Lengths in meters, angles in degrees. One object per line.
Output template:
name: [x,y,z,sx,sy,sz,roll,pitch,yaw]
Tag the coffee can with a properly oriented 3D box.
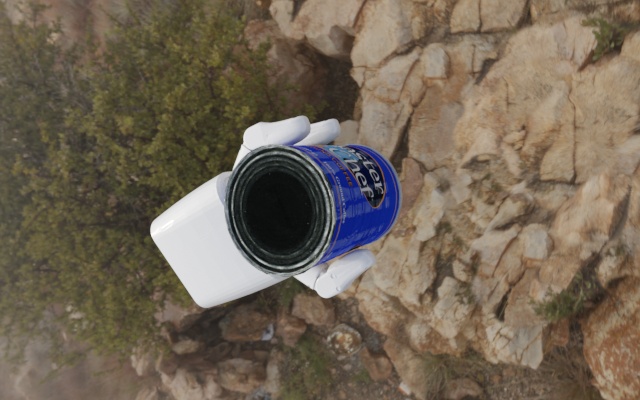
coffee can: [0.000,0.001,0.422,0.103,0.103,0.140,0,6,30]
